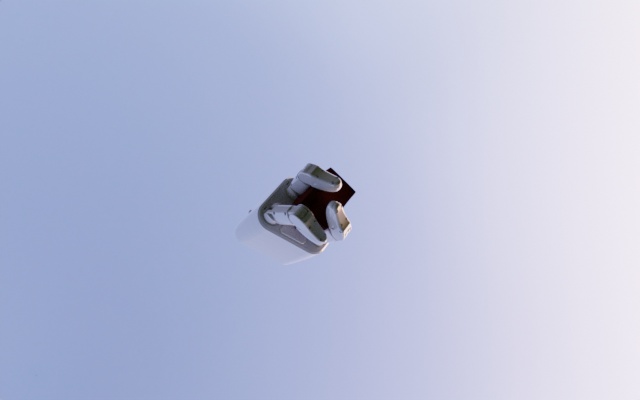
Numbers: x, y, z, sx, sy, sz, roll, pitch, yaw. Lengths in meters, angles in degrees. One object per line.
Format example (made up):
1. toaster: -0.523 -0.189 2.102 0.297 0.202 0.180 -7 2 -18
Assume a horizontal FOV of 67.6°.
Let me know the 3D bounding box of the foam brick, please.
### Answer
1. foam brick: 0.000 0.002 0.667 0.078 0.053 0.051 -50 11 -33
